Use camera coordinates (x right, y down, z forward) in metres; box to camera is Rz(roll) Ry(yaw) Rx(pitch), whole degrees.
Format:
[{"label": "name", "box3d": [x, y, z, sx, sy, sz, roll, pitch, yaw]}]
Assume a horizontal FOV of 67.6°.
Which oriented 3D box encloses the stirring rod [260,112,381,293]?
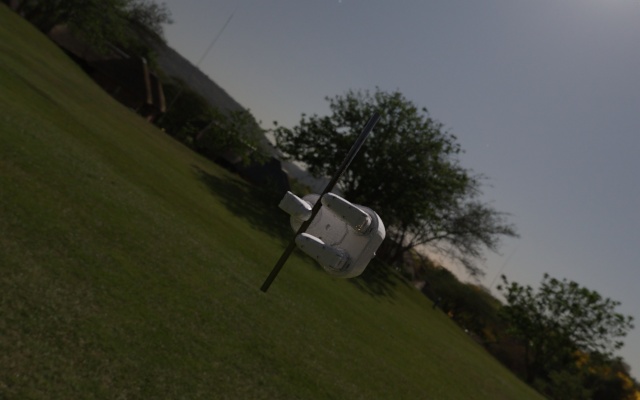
[{"label": "stirring rod", "box3d": [0.000, 0.002, 0.545, 0.011, 0.239, 0.011, 33, -1, 1]}]
